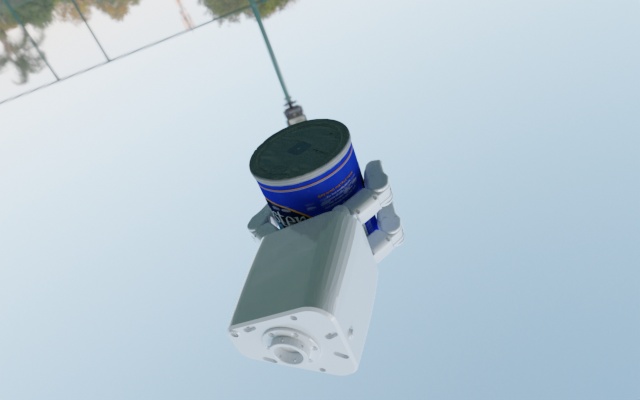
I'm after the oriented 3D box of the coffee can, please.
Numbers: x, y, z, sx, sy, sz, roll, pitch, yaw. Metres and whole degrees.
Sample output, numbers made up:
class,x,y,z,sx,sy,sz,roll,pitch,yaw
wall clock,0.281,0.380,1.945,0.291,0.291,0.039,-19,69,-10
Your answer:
class,x,y,z,sx,sy,sz,roll,pitch,yaw
coffee can,0.000,0.001,0.497,0.103,0.140,0.102,-14,36,11
